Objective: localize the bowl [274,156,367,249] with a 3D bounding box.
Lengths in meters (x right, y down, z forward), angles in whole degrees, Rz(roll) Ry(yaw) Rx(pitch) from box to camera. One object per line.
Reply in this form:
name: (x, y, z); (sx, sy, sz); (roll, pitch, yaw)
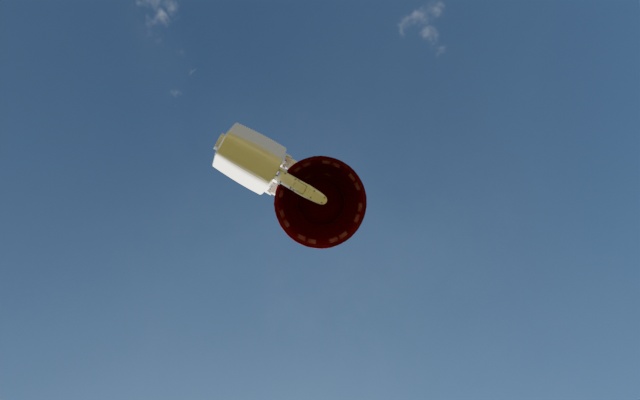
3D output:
bowl: (0.001, 0.004, 0.854); (0.162, 0.162, 0.055); (0, 1, 1)
